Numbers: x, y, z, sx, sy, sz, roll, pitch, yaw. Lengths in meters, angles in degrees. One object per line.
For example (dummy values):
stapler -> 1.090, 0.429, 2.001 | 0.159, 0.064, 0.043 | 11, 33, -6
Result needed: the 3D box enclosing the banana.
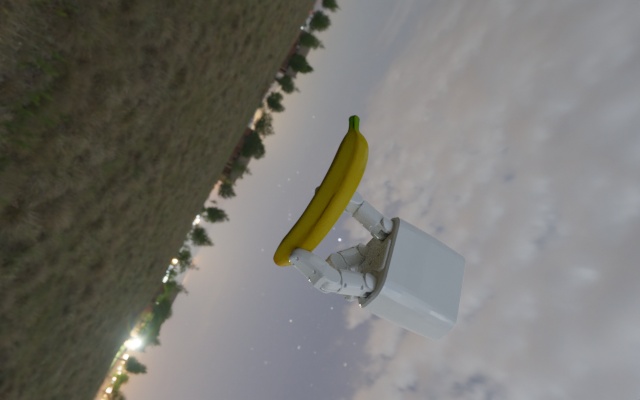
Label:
banana -> 0.003, 0.005, 0.521 | 0.037, 0.198, 0.069 | 28, 15, -12
